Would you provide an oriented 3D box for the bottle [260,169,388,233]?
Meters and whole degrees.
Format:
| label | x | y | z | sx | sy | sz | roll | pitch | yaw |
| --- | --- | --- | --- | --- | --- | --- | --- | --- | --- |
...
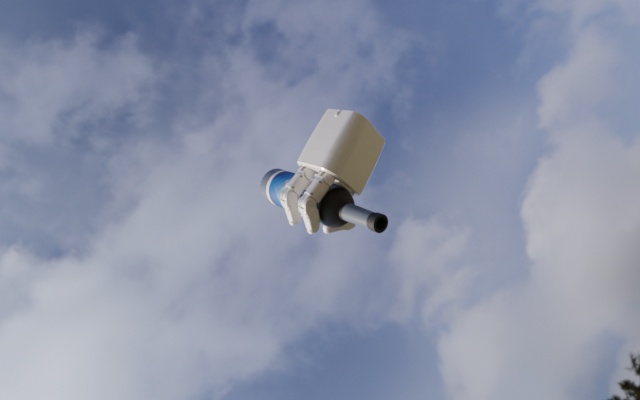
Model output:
| label | x | y | z | sx | sy | sz | roll | pitch | yaw |
| --- | --- | --- | --- | --- | --- | --- | --- | --- | --- |
| bottle | 0.000 | 0.003 | 0.779 | 0.069 | 0.069 | 0.295 | 0 | 12 | -36 |
